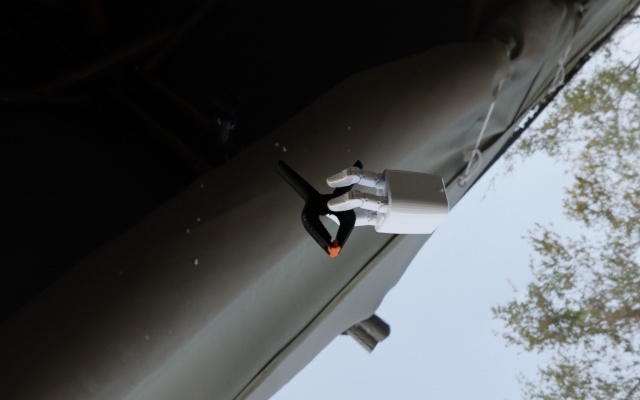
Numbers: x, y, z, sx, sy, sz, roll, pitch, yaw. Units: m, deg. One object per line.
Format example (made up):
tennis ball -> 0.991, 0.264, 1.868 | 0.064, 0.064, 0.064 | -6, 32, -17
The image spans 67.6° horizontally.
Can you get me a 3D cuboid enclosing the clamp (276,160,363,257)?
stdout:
clamp -> 0.000, 0.004, 0.840 | 0.164, 0.209, 0.036 | 4, -39, -6
